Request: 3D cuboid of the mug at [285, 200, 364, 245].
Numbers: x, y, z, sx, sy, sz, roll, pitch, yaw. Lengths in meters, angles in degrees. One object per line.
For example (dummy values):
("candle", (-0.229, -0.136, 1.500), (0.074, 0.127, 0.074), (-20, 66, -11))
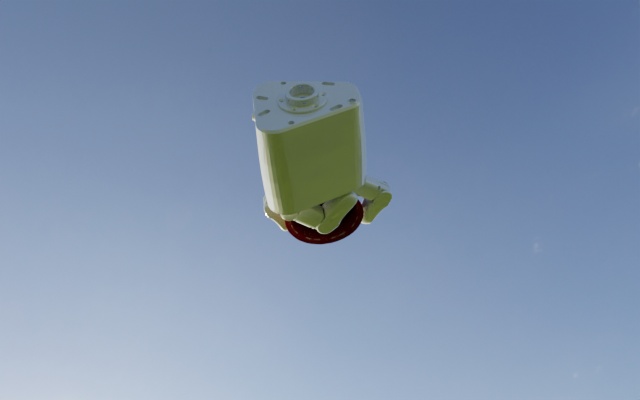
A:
("mug", (0.000, 0.003, 0.595), (0.093, 0.117, 0.081), (-7, 45, -4))
